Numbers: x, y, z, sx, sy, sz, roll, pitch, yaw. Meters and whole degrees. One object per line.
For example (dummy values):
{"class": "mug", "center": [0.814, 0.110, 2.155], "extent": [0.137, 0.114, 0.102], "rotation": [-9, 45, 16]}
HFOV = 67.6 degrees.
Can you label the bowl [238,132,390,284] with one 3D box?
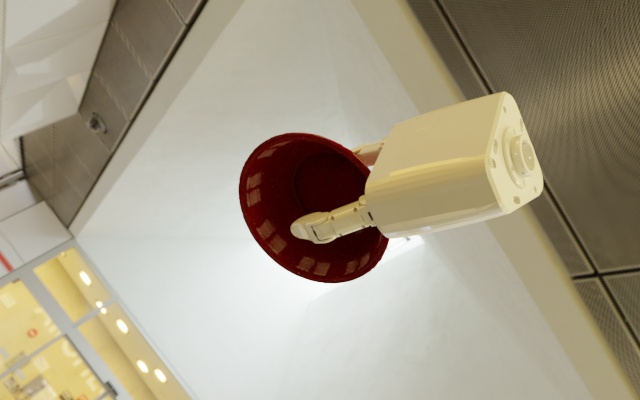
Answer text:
{"class": "bowl", "center": [-0.001, 0.001, 0.480], "extent": [0.162, 0.162, 0.055], "rotation": [0, 25, 27]}
